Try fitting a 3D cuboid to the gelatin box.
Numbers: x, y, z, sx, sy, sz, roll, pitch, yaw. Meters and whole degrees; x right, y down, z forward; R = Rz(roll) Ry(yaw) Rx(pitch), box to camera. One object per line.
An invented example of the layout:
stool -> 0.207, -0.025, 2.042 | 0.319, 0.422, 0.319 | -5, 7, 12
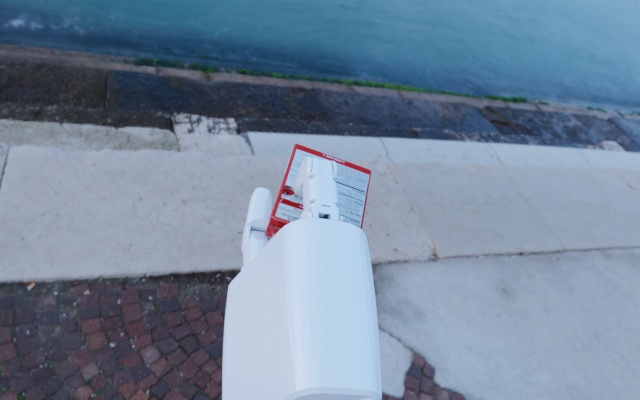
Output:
gelatin box -> 0.000, 0.001, 0.403 | 0.073, 0.089, 0.030 | 19, -40, -6
